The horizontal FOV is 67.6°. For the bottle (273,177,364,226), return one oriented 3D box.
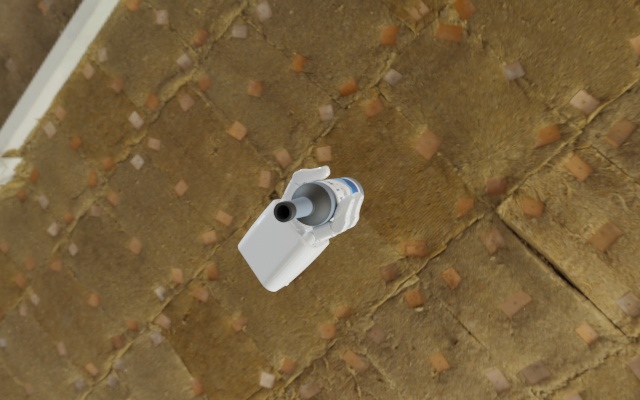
[{"bbox_3d":[0.000,0.002,0.752,0.069,0.069,0.295,0,5,19],"label":"bottle"}]
